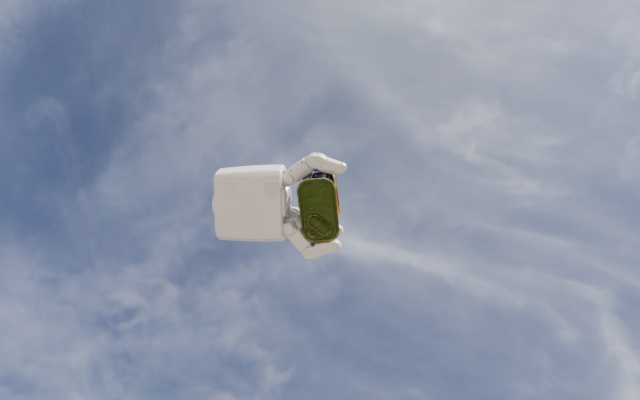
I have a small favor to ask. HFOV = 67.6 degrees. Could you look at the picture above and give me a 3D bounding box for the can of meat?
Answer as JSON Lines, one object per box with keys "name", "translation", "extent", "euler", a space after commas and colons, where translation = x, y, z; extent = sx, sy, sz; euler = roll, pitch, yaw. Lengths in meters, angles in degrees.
{"name": "can of meat", "translation": [0.000, 0.002, 0.746], "extent": [0.057, 0.102, 0.084], "euler": [-4, 19, 6]}
